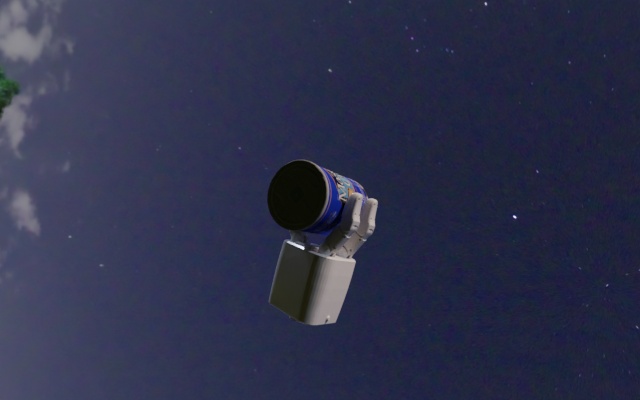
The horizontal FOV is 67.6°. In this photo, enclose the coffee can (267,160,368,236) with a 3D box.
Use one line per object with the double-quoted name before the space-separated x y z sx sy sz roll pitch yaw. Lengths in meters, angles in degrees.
"coffee can" 0.000 0.002 0.739 0.103 0.103 0.140 0 -9 31
